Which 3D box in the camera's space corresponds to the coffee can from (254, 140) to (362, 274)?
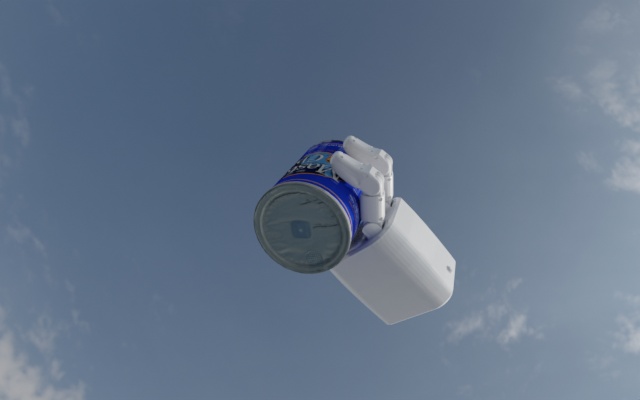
[{"bbox_3d":[0.000,0.002,0.536,0.103,0.103,0.140,0,24,19],"label":"coffee can"}]
